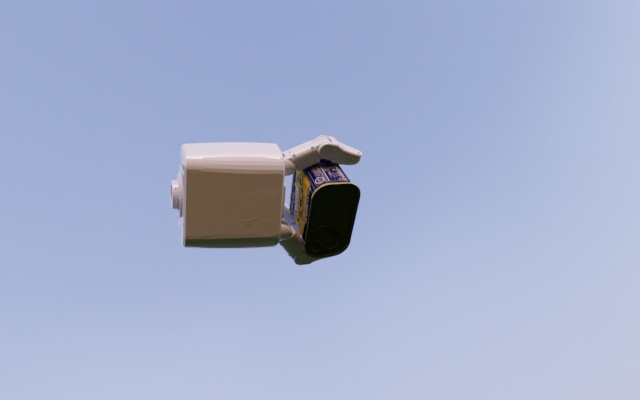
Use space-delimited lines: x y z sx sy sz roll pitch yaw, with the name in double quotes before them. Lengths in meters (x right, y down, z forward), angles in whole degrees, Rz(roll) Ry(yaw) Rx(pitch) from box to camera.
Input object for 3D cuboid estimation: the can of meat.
"can of meat" 0.000 0.002 0.567 0.057 0.102 0.084 -4 34 -20
